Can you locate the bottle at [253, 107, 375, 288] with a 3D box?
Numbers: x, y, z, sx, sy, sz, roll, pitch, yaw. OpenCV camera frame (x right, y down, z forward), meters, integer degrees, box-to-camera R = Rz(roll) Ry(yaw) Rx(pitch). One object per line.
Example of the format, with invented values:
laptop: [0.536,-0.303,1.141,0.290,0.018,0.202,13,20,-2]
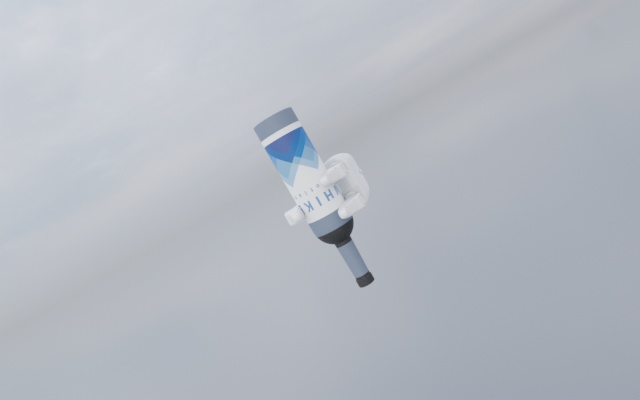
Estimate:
bottle: [0.000,0.002,0.734,0.069,0.296,0.069,-30,5,3]
